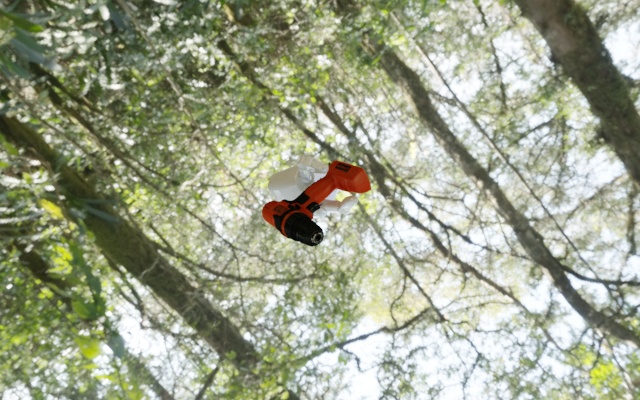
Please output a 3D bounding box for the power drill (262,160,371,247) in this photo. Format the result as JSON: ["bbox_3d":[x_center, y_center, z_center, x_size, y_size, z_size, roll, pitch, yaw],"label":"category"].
[{"bbox_3d":[0.000,0.003,0.878,0.187,0.057,0.184,-34,31,-20],"label":"power drill"}]
